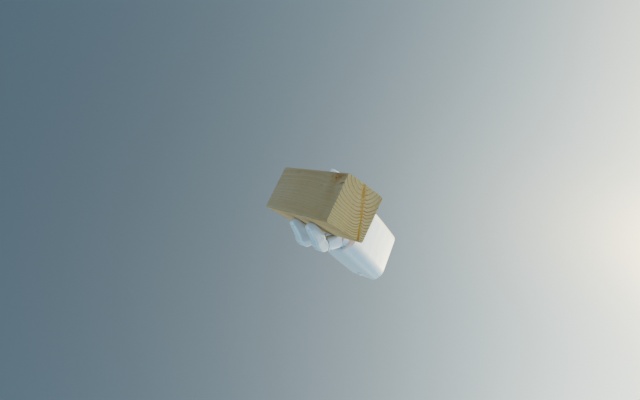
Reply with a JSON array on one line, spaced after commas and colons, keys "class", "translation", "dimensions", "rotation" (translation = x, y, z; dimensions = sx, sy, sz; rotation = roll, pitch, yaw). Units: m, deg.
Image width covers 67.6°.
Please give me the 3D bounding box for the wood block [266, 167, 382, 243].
[{"class": "wood block", "translation": [0.001, 0.003, 0.870], "dimensions": [0.090, 0.091, 0.206], "rotation": [33, -13, -33]}]
